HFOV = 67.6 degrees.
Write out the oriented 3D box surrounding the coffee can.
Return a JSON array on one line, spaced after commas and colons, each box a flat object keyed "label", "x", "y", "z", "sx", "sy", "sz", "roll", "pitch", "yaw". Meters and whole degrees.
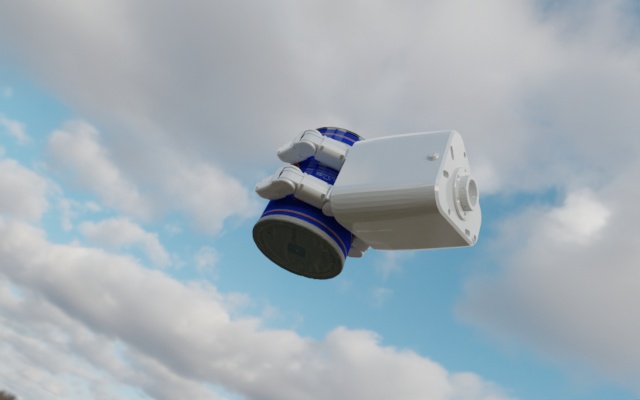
[{"label": "coffee can", "x": 0.000, "y": 0.002, "z": 0.534, "sx": 0.103, "sy": 0.140, "sz": 0.103, "roll": 17, "pitch": -36, "yaw": 13}]
